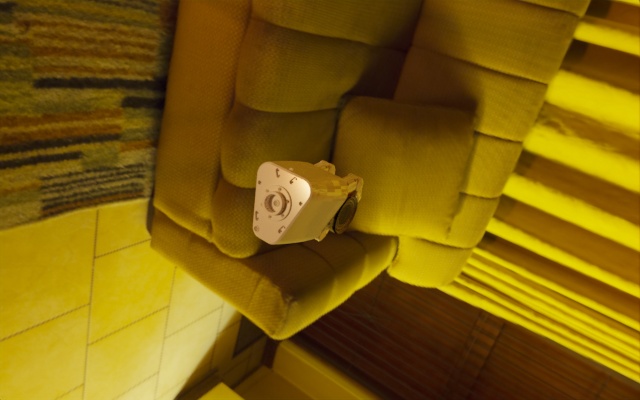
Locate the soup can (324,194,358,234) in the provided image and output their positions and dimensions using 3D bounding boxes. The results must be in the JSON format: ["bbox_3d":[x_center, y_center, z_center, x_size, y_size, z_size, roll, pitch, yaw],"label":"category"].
[{"bbox_3d":[0.001,0.003,0.768,0.102,0.068,0.068,27,12,25],"label":"soup can"}]
